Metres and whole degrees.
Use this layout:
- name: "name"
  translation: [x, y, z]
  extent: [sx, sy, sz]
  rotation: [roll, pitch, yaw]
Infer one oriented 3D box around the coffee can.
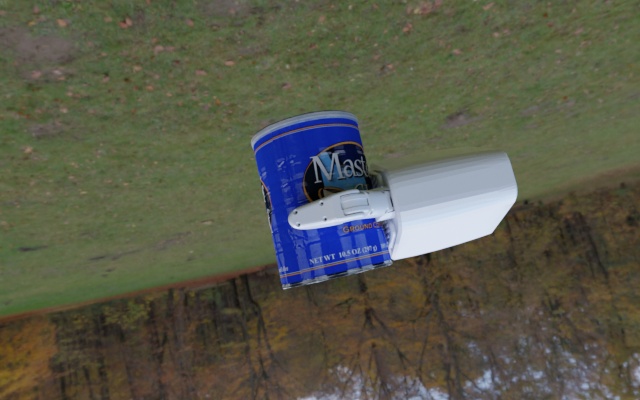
- name: "coffee can"
  translation: [0.000, 0.001, 0.442]
  extent: [0.103, 0.140, 0.103]
  rotation: [-13, -8, -2]
